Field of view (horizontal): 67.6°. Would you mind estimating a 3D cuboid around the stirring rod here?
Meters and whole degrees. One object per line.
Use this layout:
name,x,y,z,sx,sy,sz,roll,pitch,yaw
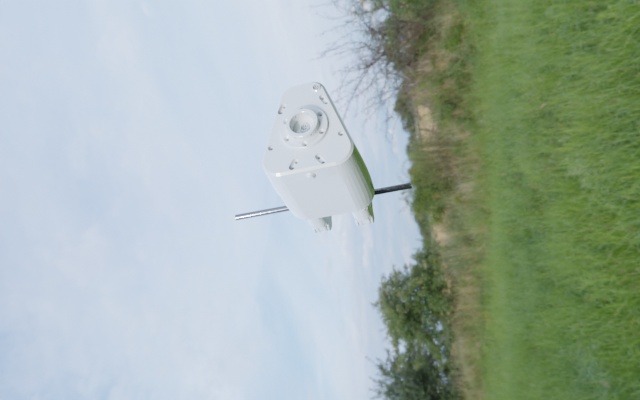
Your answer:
stirring rod,0.000,0.002,0.633,0.239,0.011,0.011,-10,-2,11
